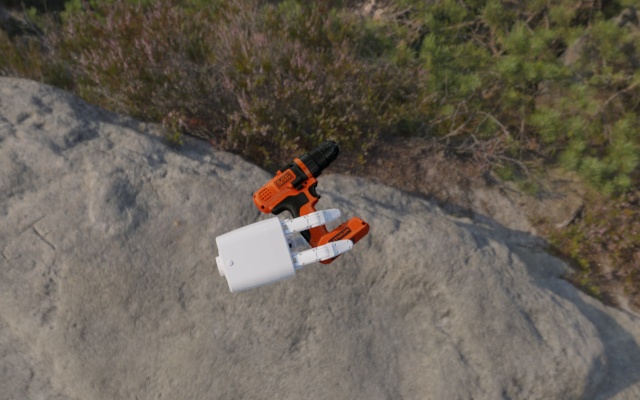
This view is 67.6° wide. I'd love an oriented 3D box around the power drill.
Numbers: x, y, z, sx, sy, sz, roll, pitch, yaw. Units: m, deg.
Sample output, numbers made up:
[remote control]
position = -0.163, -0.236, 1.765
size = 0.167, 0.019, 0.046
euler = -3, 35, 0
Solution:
[power drill]
position = 0.000, 0.003, 0.842
size = 0.184, 0.187, 0.057
euler = -39, -22, -4
